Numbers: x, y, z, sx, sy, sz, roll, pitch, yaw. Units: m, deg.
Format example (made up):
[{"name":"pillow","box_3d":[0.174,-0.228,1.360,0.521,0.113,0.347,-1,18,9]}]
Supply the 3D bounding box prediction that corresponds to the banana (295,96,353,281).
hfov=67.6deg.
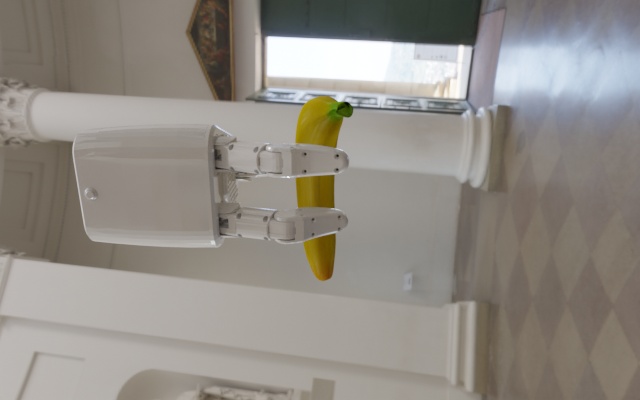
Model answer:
[{"name":"banana","box_3d":[-0.002,-0.014,0.415,0.037,0.198,0.069,-4,43,-7]}]
